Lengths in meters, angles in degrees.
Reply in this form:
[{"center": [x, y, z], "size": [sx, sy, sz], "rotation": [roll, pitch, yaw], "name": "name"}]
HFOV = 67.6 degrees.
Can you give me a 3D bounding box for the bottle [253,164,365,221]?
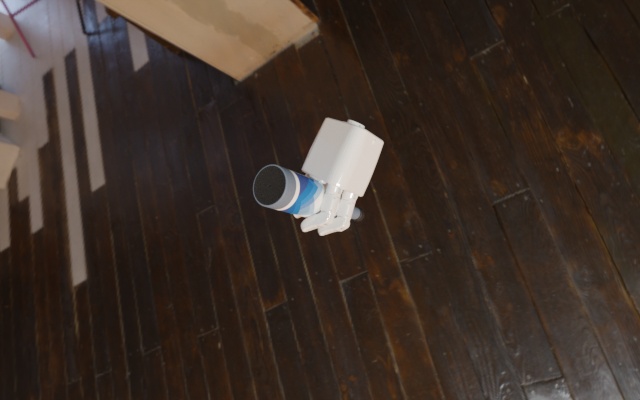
[{"center": [0.000, 0.003, 0.849], "size": [0.069, 0.069, 0.296], "rotation": [0, -10, 33], "name": "bottle"}]
